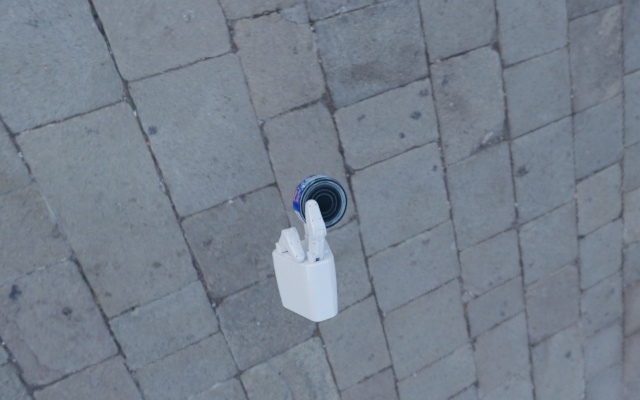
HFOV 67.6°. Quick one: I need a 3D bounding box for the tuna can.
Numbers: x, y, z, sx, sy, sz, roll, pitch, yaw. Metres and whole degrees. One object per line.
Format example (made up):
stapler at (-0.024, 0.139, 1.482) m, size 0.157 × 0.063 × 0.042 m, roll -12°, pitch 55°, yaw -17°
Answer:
tuna can at (0.000, 0.003, 0.765) m, size 0.086 × 0.086 × 0.033 m, roll 0°, pitch 11°, yaw -22°
